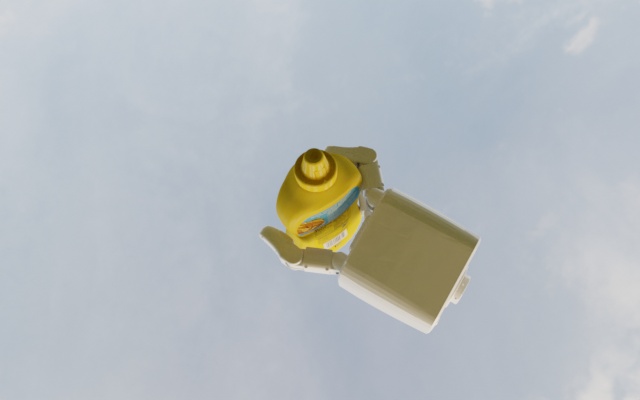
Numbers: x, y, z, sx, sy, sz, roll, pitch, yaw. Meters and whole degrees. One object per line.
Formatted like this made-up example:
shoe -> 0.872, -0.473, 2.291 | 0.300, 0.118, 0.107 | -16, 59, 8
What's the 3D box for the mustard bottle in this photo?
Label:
mustard bottle -> 0.000, 0.002, 0.511 | 0.096, 0.058, 0.192 | -32, -23, -11
